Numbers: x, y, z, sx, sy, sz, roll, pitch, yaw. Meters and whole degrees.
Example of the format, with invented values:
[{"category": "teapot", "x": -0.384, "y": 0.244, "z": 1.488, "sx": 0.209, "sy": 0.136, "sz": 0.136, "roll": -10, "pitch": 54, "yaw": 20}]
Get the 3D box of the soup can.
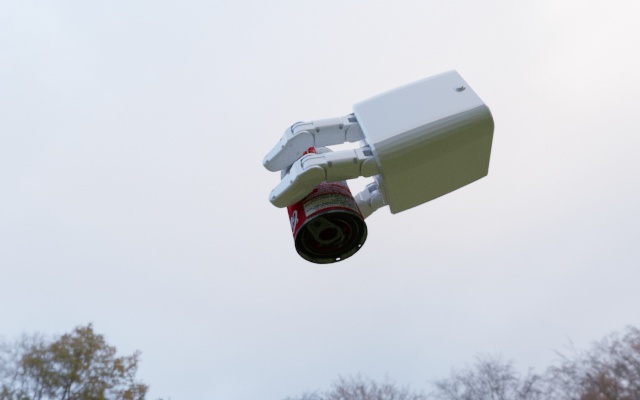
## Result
[{"category": "soup can", "x": 0.000, "y": 0.002, "z": 0.464, "sx": 0.068, "sy": 0.069, "sz": 0.102, "roll": 0, "pitch": 41, "yaw": -15}]
